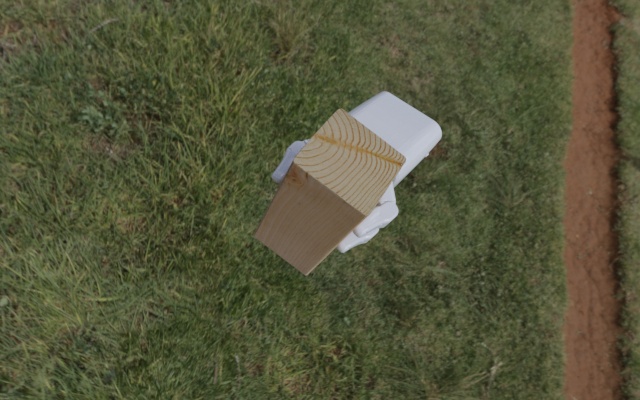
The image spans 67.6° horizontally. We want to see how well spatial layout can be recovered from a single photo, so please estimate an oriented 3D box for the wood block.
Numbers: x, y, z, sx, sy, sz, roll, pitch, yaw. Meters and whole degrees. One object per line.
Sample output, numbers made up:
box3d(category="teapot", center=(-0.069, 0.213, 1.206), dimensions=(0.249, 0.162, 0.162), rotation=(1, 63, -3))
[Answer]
box3d(category="wood block", center=(0.000, 0.001, 0.556), dimensions=(0.091, 0.090, 0.206), rotation=(37, -31, 1))
